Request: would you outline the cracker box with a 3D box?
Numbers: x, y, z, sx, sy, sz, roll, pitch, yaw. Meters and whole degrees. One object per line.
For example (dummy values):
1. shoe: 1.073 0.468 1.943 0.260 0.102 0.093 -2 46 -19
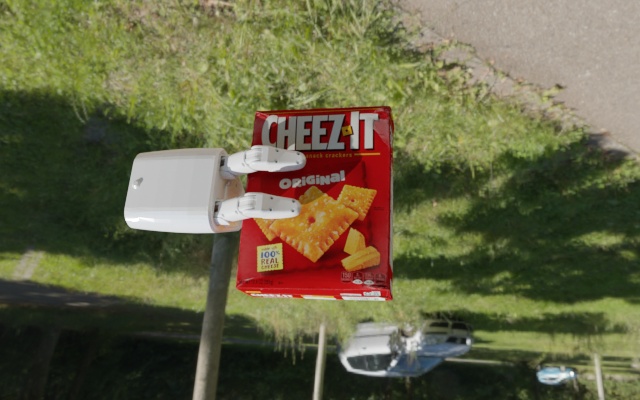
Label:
1. cracker box: 0.000 0.002 0.543 0.164 0.213 0.072 0 -19 10
